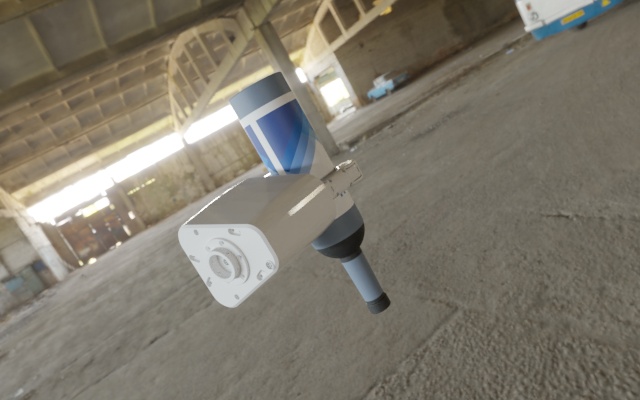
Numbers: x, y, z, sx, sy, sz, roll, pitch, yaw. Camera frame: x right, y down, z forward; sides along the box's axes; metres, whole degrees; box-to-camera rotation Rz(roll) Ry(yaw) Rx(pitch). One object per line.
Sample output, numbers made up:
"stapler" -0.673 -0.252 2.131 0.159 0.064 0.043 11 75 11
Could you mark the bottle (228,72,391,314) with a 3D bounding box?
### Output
"bottle" 0.000 0.002 0.545 0.069 0.296 0.069 -29 10 5
